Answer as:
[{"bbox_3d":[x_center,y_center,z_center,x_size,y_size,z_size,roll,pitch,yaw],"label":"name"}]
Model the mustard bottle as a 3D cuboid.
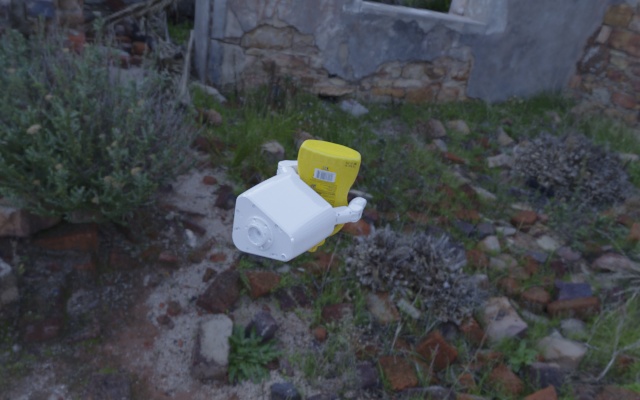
[{"bbox_3d":[0.000,0.002,0.780,0.096,0.192,0.058,14,28,3],"label":"mustard bottle"}]
